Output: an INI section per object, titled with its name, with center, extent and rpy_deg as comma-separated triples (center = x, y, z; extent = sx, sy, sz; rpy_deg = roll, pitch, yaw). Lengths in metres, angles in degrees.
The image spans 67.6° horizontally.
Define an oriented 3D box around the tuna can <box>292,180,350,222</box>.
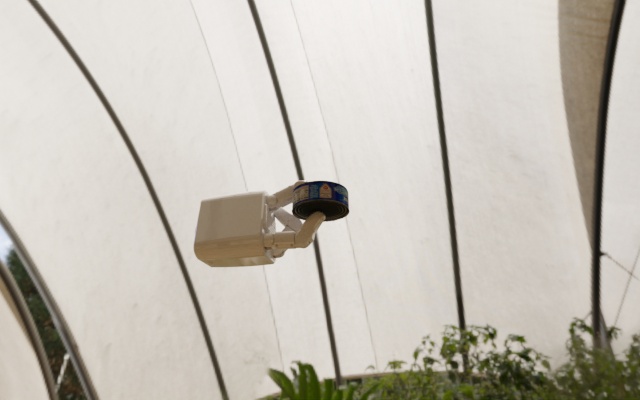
[tuna can]
center = 0.000, 0.002, 0.713
extent = 0.086, 0.033, 0.086
rpy_deg = 0, -23, 0
